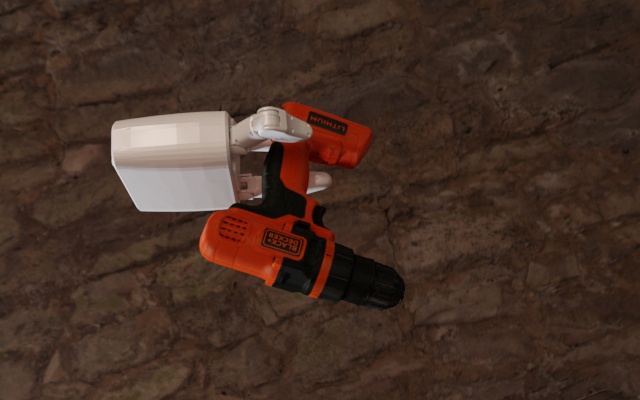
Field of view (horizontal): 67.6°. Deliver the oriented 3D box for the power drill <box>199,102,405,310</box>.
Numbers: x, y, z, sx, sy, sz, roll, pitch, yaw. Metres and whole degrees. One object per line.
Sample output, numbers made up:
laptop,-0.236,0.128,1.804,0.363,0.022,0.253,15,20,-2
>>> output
power drill,0.000,0.001,0.456,0.184,0.187,0.057,19,-37,-7
